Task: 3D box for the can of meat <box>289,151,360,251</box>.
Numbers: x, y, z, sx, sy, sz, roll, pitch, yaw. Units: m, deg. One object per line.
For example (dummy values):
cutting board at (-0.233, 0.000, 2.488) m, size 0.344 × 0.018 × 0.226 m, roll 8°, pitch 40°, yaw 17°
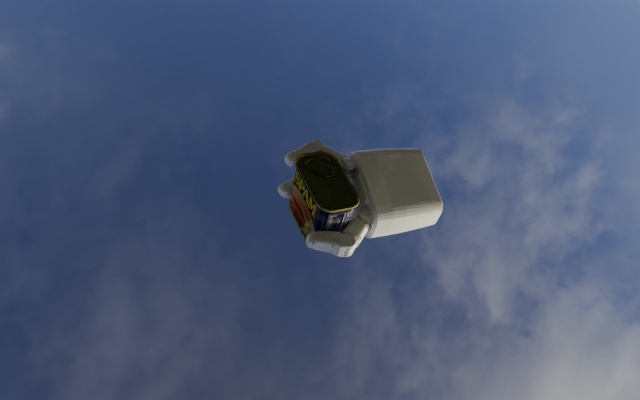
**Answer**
can of meat at (0.000, 0.002, 0.616) m, size 0.057 × 0.102 × 0.084 m, roll -10°, pitch -39°, yaw -23°
